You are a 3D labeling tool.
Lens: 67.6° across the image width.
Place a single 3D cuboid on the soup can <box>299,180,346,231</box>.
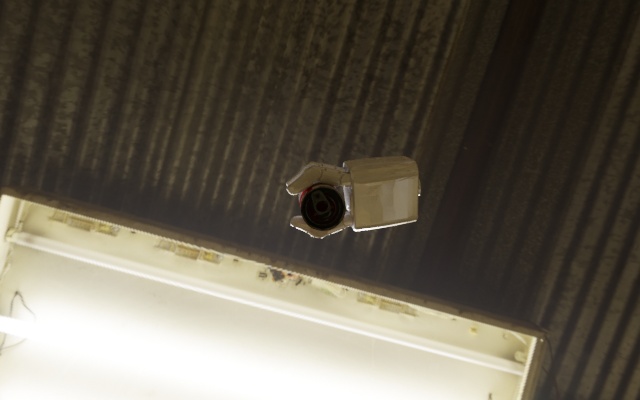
[{"bbox_3d":[0.000,0.003,0.761,0.068,0.068,0.102,0,12,-5],"label":"soup can"}]
